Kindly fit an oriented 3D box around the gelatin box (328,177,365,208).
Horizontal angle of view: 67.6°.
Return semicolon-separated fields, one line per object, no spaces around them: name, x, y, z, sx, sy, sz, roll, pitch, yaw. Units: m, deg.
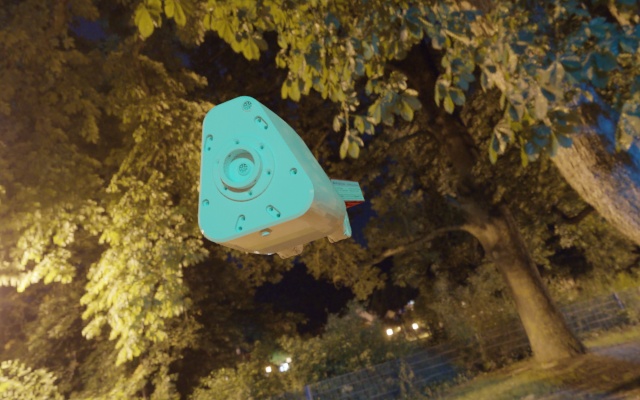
gelatin box;0.000;0.001;0.541;0.073;0.030;0.089;-22;-8;23
